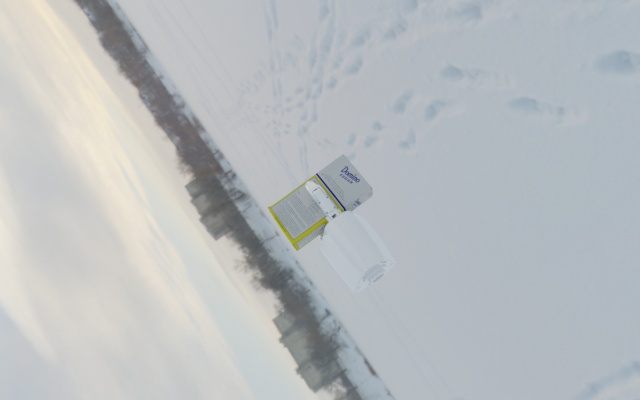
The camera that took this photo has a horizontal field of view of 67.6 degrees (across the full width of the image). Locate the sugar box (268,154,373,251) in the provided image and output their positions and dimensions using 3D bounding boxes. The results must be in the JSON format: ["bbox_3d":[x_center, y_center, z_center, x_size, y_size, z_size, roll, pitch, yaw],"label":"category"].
[{"bbox_3d":[0.000,0.003,0.881,0.176,0.093,0.048,-34,-24,-6],"label":"sugar box"}]
